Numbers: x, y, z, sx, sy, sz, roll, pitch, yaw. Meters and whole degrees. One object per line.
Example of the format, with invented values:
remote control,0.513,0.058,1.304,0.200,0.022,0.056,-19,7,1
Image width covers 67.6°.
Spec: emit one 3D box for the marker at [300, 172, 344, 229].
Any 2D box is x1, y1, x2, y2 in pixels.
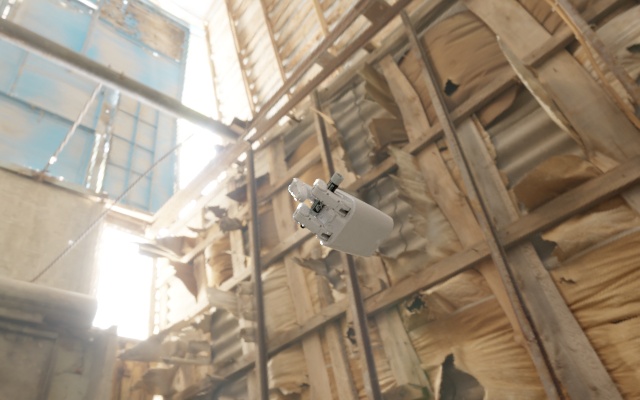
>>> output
marker,0.000,0.003,0.845,0.020,0.121,0.020,32,19,-12
